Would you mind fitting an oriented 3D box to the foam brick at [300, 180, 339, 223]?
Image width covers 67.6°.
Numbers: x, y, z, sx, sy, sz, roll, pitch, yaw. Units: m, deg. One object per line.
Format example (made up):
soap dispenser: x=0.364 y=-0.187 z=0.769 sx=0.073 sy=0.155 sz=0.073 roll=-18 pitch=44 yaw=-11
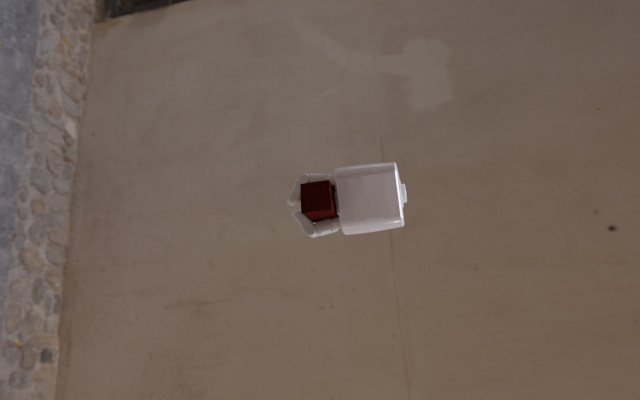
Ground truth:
foam brick: x=0.000 y=0.003 z=0.820 sx=0.051 sy=0.053 sz=0.078 roll=-7 pitch=-16 yaw=12
